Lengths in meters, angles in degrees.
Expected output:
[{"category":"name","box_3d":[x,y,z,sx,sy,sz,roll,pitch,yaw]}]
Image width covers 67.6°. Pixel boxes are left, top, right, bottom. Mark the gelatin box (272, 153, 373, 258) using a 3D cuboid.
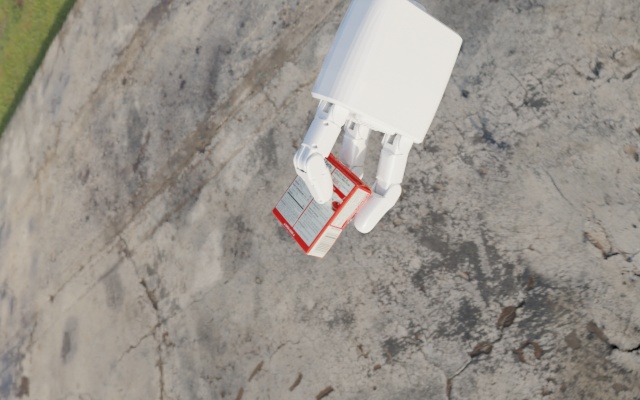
[{"category":"gelatin box","box_3d":[0.000,0.002,0.487,0.030,0.089,0.073,22,18,-49]}]
